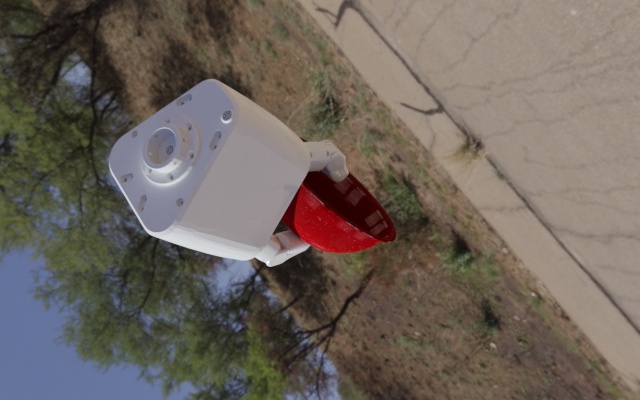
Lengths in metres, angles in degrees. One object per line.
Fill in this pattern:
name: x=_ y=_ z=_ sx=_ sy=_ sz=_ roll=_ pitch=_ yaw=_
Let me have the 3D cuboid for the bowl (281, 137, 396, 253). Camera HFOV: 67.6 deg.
bowl: x=0.001 y=0.002 z=0.491 sx=0.162 sy=0.055 sz=0.162 roll=37 pitch=18 yaw=-14
